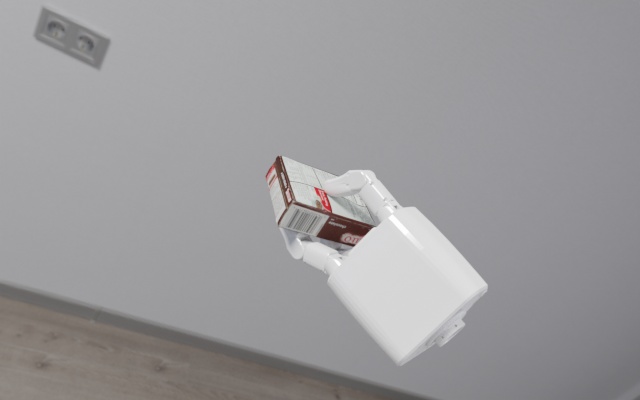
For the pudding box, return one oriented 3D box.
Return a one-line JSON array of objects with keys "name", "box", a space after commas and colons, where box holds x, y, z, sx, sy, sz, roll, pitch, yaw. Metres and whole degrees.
[{"name": "pudding box", "box": [0.000, 0.002, 0.540, 0.113, 0.039, 0.090, 19, 30, -30]}]
